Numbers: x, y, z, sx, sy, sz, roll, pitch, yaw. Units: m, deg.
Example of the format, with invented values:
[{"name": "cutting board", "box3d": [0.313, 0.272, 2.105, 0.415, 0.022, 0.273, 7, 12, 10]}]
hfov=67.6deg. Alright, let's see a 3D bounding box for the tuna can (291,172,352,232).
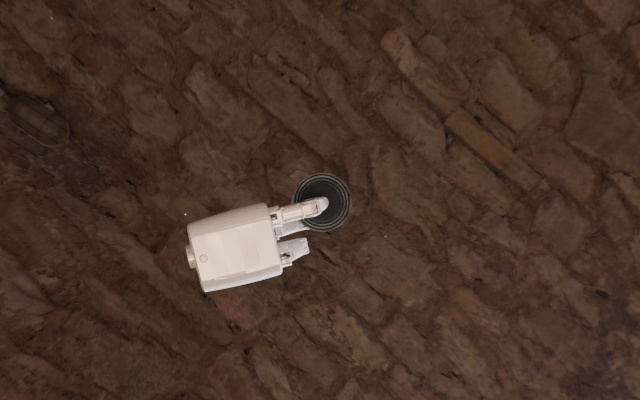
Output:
[{"name": "tuna can", "box3d": [0.000, 0.002, 0.704, 0.086, 0.086, 0.034, 0, 0, -10]}]
